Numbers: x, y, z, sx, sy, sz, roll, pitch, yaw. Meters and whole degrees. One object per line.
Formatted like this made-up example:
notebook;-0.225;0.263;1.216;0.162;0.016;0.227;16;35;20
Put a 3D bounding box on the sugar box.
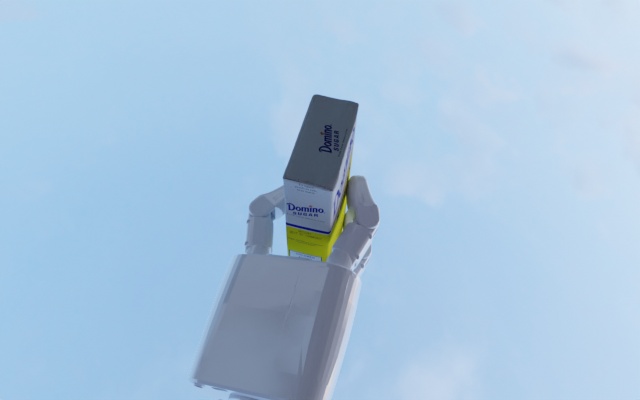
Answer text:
sugar box;0.001;0.002;0.435;0.048;0.093;0.176;14;-33;5
